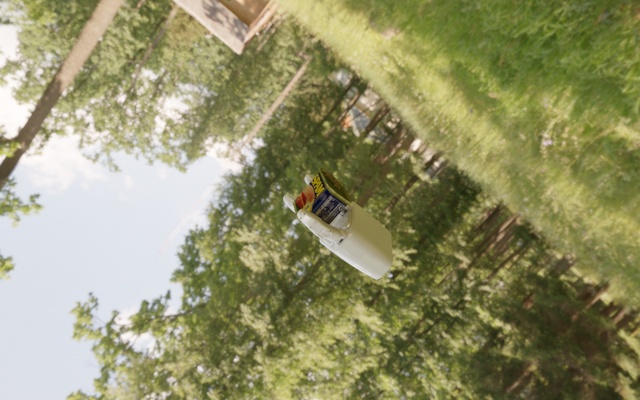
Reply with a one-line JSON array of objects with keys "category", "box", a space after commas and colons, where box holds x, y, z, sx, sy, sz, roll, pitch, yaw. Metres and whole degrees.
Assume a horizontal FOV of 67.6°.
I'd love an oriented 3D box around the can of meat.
[{"category": "can of meat", "box": [0.000, 0.003, 0.841, 0.057, 0.084, 0.102, 35, 15, -23]}]
